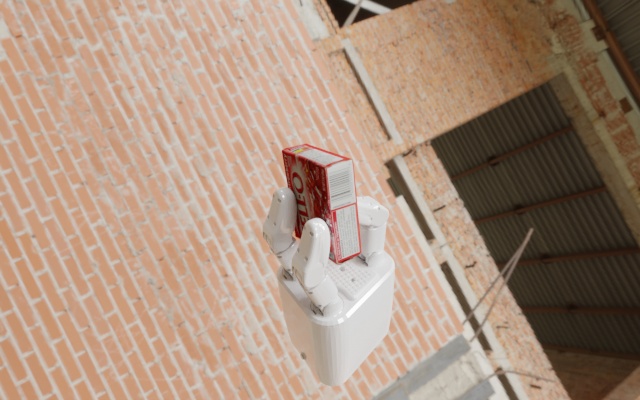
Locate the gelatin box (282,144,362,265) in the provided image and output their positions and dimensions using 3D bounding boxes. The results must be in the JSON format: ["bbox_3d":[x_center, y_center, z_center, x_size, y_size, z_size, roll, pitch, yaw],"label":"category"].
[{"bbox_3d":[0.000,0.001,0.413,0.030,0.089,0.073,-19,26,-27],"label":"gelatin box"}]
